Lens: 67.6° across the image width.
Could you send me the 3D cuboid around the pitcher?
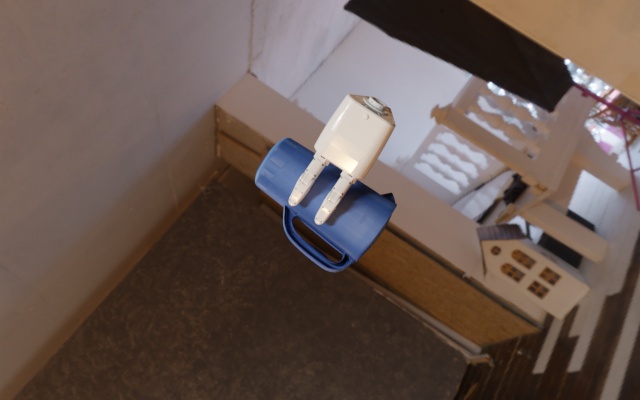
[{"bbox_3d":[0.000,0.003,0.860,0.243,0.145,0.149,35,27,5],"label":"pitcher"}]
